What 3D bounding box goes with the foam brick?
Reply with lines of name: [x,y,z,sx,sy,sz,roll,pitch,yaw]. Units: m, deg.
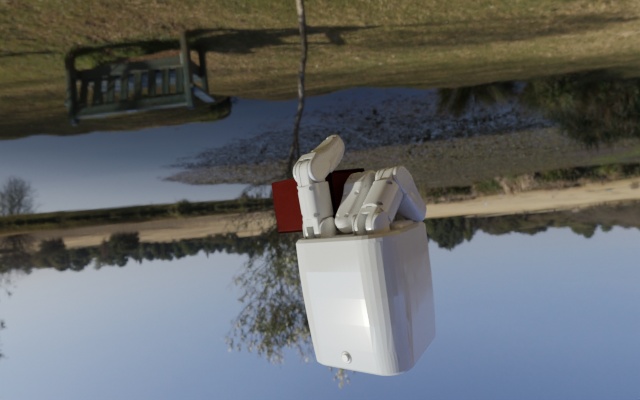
foam brick: [0.000,0.001,0.449,0.078,0.051,0.053,-8,0,43]
